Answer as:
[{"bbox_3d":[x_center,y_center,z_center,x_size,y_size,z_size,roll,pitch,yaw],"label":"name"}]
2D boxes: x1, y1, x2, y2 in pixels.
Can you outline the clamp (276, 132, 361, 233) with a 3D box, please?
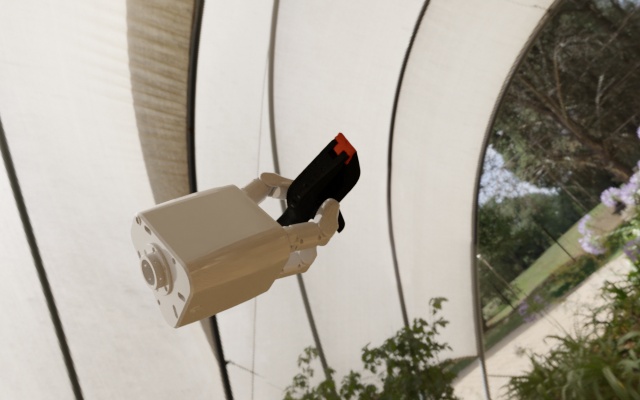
[{"bbox_3d":[0.000,0.001,0.563,0.164,0.036,0.210,-19,-28,-41],"label":"clamp"}]
